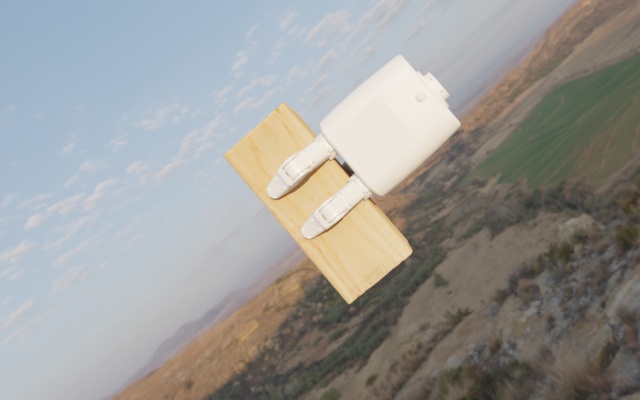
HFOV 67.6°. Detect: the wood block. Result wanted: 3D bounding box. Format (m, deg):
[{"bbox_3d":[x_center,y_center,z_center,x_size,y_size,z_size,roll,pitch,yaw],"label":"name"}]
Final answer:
[{"bbox_3d":[0.000,0.001,0.541,0.090,0.206,0.091,-41,-2,7],"label":"wood block"}]
